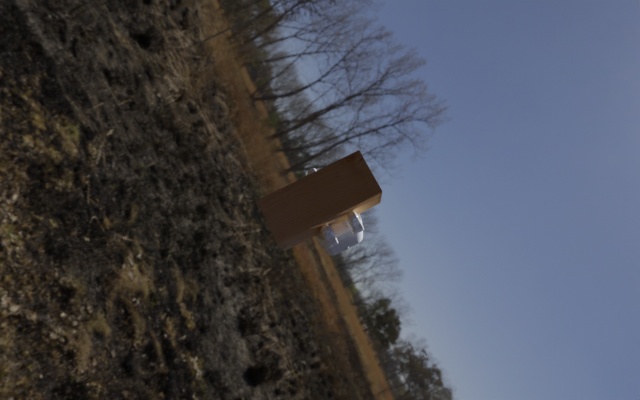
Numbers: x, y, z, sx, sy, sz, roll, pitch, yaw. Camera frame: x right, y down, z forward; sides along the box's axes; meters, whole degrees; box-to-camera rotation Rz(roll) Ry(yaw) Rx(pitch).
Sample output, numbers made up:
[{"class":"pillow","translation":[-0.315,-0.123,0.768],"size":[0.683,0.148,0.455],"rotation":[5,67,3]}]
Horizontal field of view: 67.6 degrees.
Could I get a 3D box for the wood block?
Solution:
[{"class":"wood block","translation":[0.000,0.003,0.883],"size":[0.206,0.090,0.090],"rotation":[-27,-15,-3]}]
